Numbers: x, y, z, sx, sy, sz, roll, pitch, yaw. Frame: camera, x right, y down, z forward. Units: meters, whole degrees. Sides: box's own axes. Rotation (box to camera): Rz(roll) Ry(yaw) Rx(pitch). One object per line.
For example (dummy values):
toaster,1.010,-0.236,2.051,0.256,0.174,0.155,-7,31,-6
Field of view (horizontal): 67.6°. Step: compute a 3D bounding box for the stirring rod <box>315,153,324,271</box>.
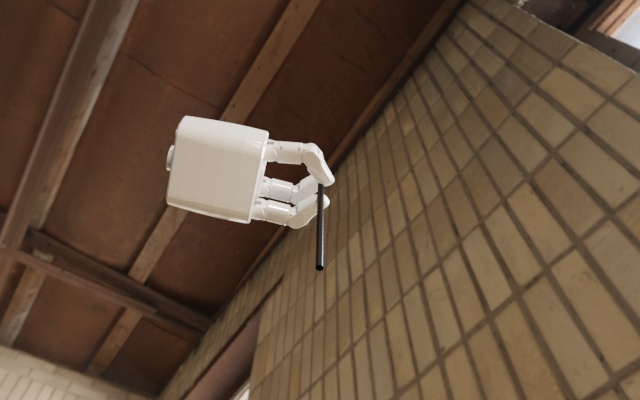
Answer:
stirring rod,0.000,0.002,0.577,0.011,0.011,0.239,0,33,1
